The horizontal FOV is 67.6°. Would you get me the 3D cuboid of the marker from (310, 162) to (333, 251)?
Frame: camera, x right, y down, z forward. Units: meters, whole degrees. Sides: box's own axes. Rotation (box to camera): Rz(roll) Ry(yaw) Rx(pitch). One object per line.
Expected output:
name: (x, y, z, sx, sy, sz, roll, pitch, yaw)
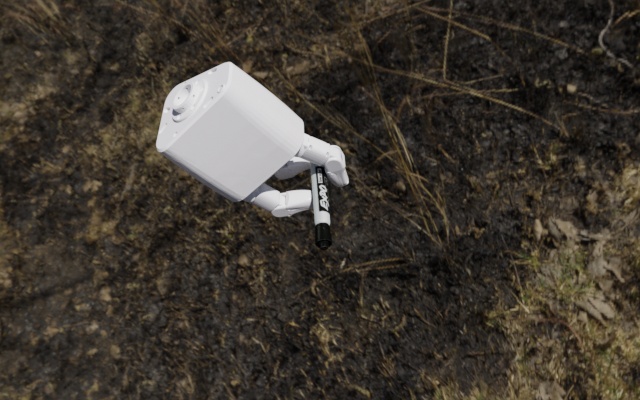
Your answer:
marker: (0.000, 0.002, 0.537, 0.020, 0.121, 0.020, -3, -36, -2)
